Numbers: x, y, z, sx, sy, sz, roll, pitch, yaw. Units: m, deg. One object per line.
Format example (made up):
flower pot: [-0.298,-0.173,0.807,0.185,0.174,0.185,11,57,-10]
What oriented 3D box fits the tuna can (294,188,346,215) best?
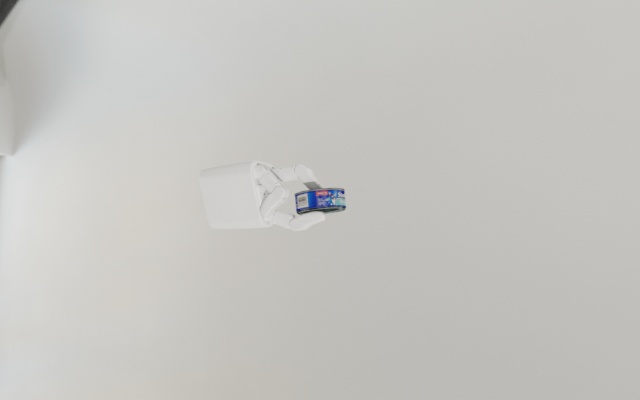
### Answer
tuna can: [0.000,0.003,0.800,0.086,0.033,0.086,-5,-8,-1]
